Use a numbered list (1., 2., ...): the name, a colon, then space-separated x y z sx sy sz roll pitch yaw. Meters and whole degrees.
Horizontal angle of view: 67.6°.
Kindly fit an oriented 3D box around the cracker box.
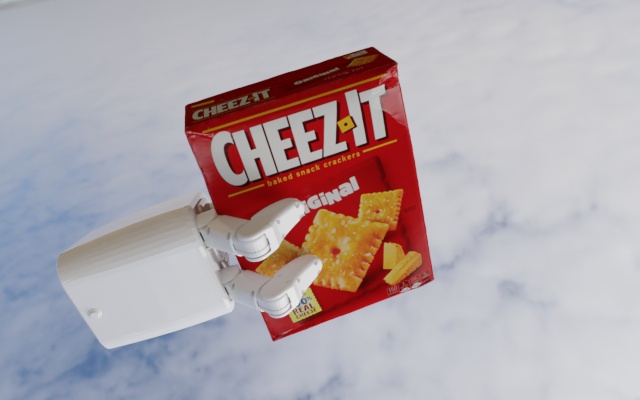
1. cracker box: 0.000 0.001 0.411 0.164 0.214 0.072 -19 30 -5
